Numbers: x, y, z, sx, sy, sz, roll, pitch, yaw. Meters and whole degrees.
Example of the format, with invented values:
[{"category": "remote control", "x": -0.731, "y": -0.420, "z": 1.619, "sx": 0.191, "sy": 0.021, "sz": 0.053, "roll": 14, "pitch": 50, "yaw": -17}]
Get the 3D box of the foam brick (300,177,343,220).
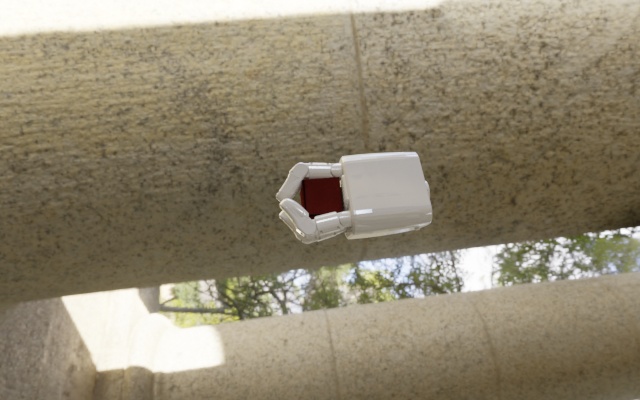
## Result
[{"category": "foam brick", "x": 0.000, "y": 0.002, "z": 0.666, "sx": 0.051, "sy": 0.053, "sz": 0.078, "roll": -5, "pitch": -9, "yaw": -5}]
